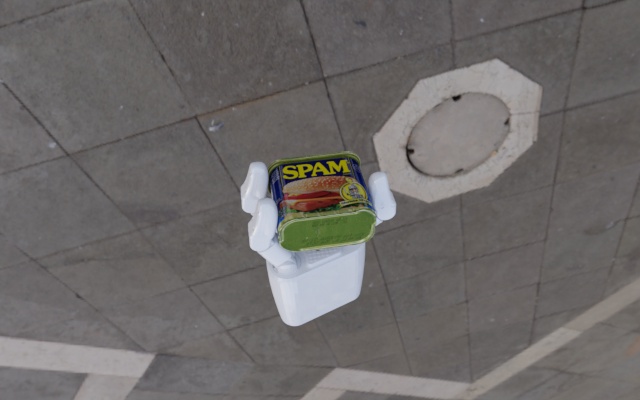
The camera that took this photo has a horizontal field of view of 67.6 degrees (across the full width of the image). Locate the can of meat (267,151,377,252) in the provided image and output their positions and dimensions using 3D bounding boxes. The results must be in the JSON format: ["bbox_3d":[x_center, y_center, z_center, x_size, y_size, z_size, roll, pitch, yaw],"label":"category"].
[{"bbox_3d":[0.000,0.002,0.487,0.102,0.083,0.057,-7,-43,-7],"label":"can of meat"}]
